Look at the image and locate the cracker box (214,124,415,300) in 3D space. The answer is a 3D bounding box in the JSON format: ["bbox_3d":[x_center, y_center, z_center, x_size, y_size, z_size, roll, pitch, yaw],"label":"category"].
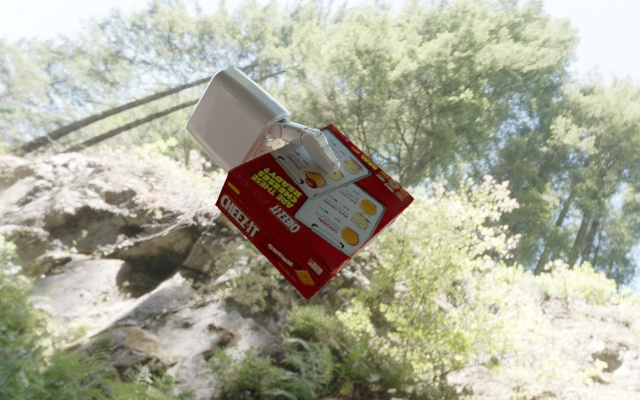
[{"bbox_3d":[0.000,0.002,0.611,0.213,0.164,0.072,-34,-16,-47],"label":"cracker box"}]
